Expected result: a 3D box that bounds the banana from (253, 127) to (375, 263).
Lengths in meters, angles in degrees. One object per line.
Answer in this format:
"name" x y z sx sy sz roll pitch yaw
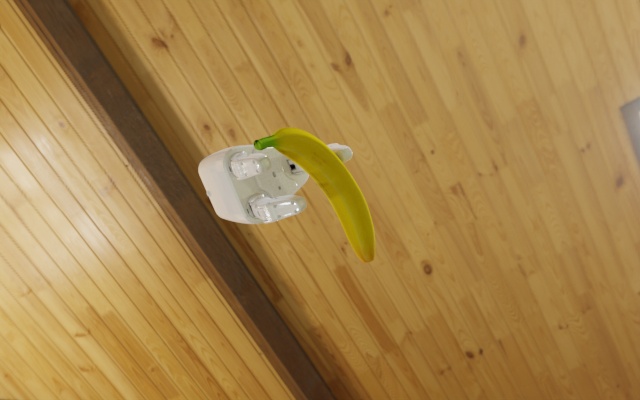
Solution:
"banana" 0.007 -0.015 0.524 0.198 0.069 0.037 46 -27 -25
